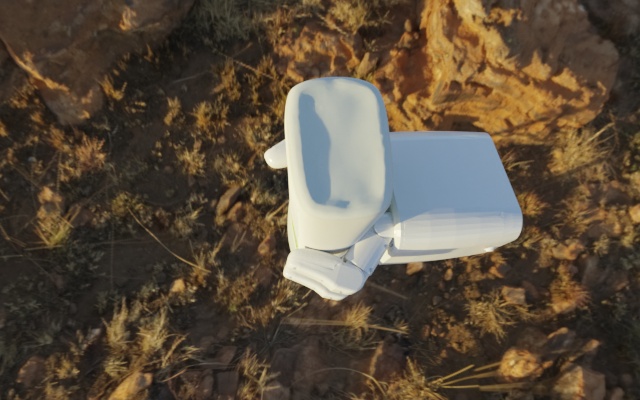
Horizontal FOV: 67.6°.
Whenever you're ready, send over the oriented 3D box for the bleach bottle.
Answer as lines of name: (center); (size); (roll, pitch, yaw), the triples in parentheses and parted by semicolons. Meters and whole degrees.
bleach bottle: (0.000, 0.001, 0.418); (0.068, 0.102, 0.251); (-3, -16, -7)
